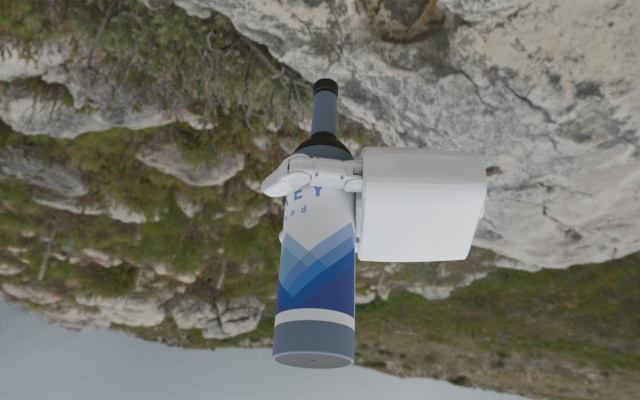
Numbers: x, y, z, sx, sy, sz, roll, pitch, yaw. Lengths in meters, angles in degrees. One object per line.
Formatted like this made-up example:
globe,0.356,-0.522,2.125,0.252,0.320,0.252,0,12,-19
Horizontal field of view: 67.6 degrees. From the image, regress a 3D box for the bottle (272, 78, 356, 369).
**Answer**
bottle,0.000,0.002,0.456,0.069,0.295,0.069,2,-30,1
